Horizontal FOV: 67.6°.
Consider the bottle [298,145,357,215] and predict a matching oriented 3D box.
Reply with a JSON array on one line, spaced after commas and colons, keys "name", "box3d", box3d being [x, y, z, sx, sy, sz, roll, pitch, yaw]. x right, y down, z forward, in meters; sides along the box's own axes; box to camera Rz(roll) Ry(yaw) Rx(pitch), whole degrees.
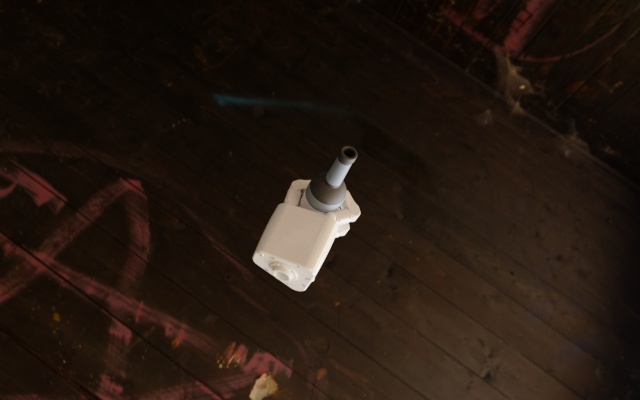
[{"name": "bottle", "box3d": [0.000, 0.003, 0.843, 0.069, 0.069, 0.296, 0, -31, -20]}]
